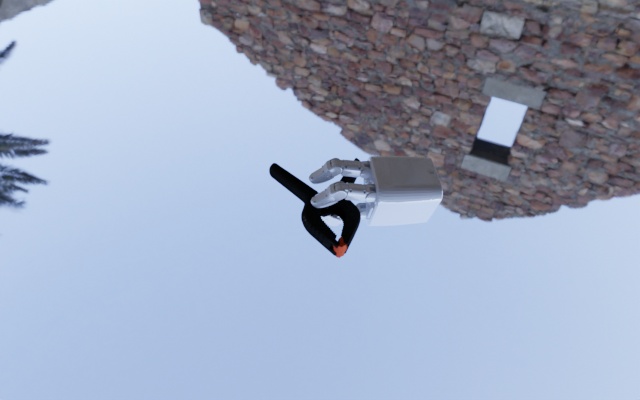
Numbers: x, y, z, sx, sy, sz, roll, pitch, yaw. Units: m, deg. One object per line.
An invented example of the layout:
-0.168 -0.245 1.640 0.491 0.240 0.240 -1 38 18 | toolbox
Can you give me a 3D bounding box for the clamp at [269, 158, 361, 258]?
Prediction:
0.000 0.004 0.777 0.164 0.209 0.036 0 -45 -7 | clamp
